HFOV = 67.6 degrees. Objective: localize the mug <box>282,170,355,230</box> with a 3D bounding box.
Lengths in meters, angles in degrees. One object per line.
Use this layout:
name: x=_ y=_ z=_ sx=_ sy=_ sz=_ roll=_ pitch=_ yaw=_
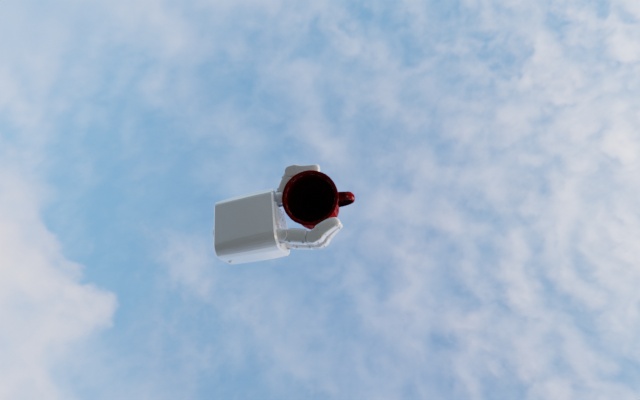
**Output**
mug: x=0.002 y=0.002 z=0.809 sx=0.117 sy=0.093 sz=0.081 roll=-10 pitch=-15 yaw=6
